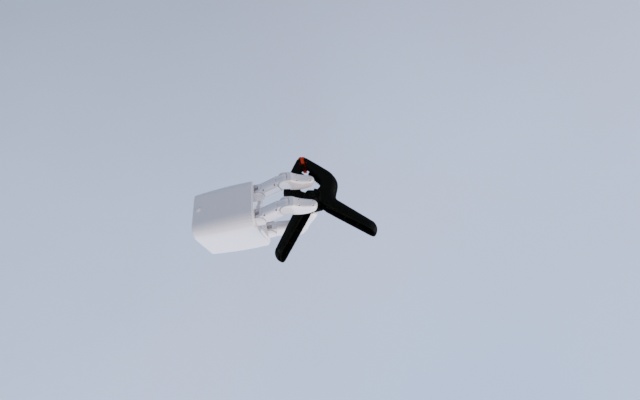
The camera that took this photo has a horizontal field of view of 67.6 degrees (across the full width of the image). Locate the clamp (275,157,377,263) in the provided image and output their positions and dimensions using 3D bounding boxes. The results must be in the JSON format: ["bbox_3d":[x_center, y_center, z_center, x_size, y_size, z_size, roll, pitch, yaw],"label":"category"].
[{"bbox_3d":[0.000,0.003,0.804,0.164,0.209,0.036,-10,-42,2],"label":"clamp"}]
